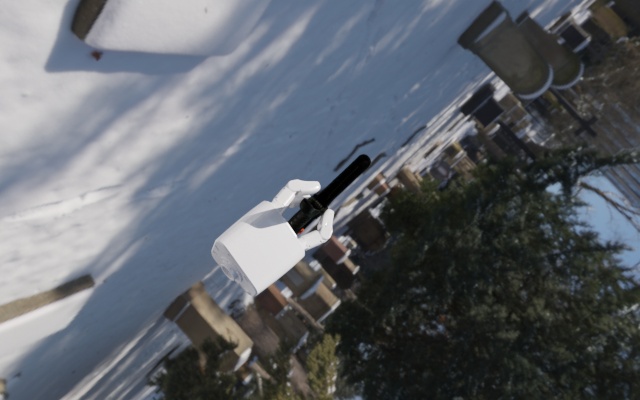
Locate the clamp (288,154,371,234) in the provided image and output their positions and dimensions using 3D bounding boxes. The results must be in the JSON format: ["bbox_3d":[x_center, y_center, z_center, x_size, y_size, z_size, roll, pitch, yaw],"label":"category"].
[{"bbox_3d":[0.000,0.004,0.831,0.164,0.036,0.210,-38,-6,-29],"label":"clamp"}]
